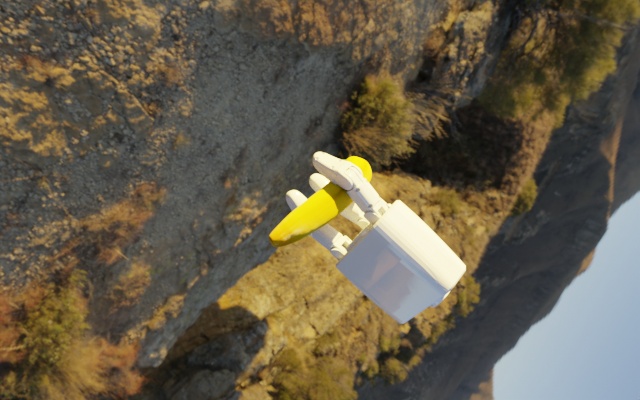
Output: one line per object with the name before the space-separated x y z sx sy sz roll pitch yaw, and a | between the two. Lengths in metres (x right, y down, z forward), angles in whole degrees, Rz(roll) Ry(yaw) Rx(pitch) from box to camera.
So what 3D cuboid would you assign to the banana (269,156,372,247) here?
banana | 0.015 -0.007 0.554 0.070 0.037 0.197 -28 12 38
